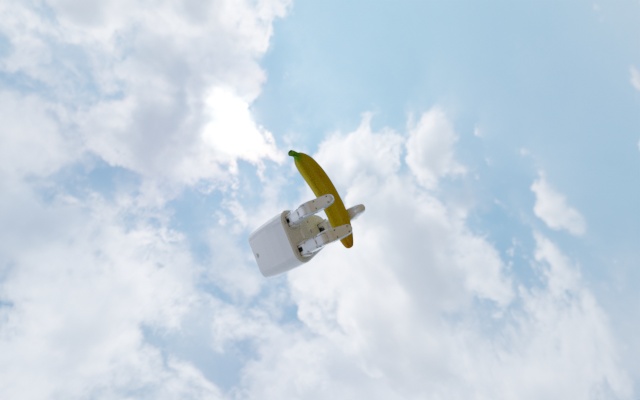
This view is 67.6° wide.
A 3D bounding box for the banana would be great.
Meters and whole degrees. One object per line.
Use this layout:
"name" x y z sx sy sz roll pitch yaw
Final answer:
"banana" 0.005 -0.008 0.823 0.037 0.198 0.069 -26 14 30
